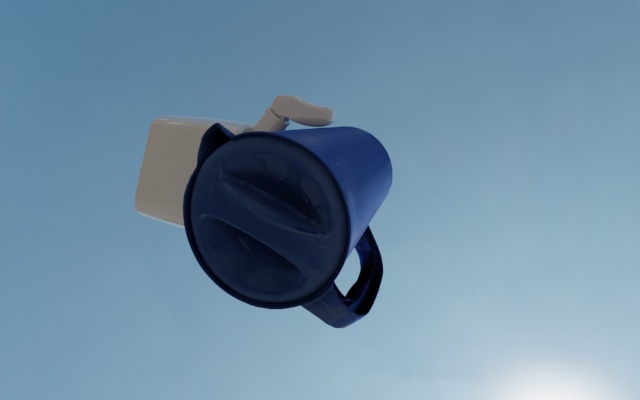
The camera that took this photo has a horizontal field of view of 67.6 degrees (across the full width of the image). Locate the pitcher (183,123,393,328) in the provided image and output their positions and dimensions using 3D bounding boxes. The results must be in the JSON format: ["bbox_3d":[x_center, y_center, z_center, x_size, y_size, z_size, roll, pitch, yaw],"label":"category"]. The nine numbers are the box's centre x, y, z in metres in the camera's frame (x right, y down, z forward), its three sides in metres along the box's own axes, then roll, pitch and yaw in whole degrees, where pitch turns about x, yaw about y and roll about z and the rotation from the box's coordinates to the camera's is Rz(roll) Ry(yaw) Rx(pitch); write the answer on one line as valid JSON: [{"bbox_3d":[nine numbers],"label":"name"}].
[{"bbox_3d":[0.000,0.001,0.449,0.145,0.149,0.242,10,16,17],"label":"pitcher"}]
